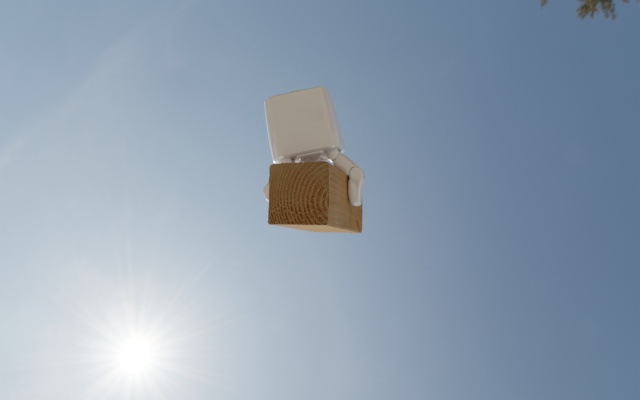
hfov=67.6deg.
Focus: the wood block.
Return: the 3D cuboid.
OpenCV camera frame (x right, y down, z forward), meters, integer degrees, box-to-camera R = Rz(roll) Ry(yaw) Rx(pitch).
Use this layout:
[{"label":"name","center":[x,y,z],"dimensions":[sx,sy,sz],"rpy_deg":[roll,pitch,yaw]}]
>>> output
[{"label":"wood block","center":[0.000,0.002,0.758],"dimensions":[0.091,0.090,0.206],"rpy_deg":[-1,-7,18]}]
